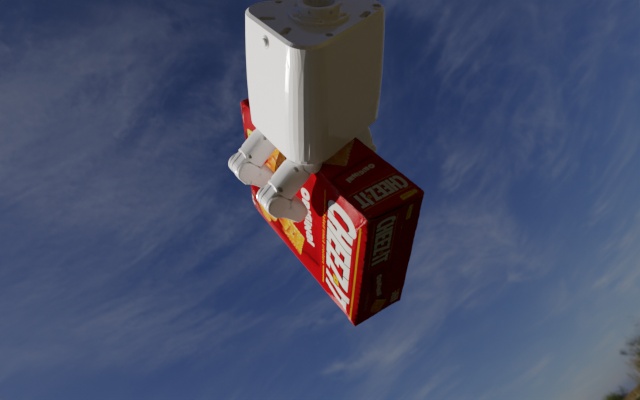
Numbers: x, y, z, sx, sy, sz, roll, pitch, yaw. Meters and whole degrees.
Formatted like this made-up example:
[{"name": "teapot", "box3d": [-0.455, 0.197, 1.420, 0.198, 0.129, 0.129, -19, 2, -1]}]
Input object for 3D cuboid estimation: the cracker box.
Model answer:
[{"name": "cracker box", "box3d": [0.000, 0.001, 0.506, 0.072, 0.164, 0.213, -26, 50, -24]}]
